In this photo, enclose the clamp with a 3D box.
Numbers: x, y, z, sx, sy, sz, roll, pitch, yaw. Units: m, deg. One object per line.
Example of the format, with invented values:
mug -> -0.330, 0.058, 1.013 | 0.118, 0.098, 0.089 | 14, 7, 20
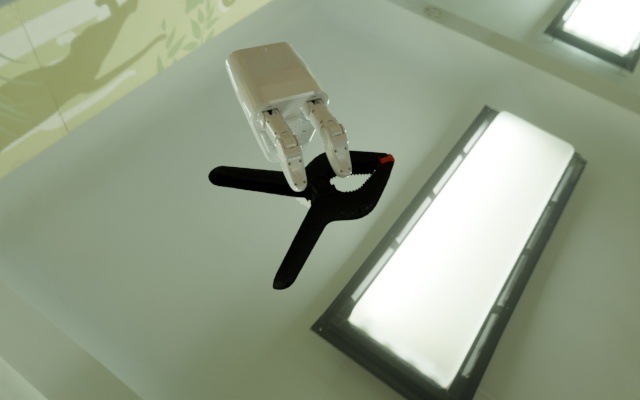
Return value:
clamp -> 0.000, 0.002, 0.532 | 0.210, 0.164, 0.036 | -17, -31, -19
